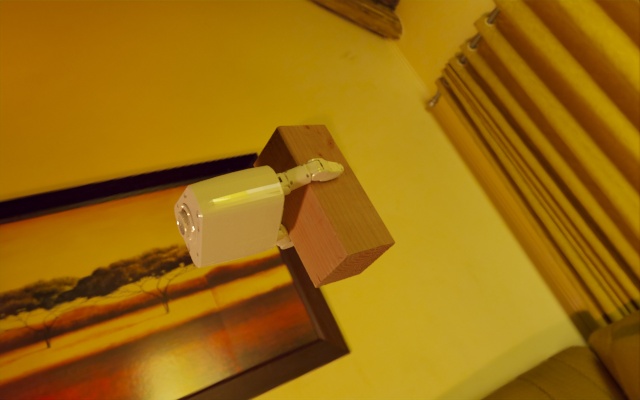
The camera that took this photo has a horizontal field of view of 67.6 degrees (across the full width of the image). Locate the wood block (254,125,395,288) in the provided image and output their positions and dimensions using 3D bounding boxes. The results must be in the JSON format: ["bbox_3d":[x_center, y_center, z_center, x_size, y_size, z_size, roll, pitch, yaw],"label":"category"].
[{"bbox_3d":[0.000,0.002,0.663,0.090,0.206,0.091,-9,-29,-40],"label":"wood block"}]
